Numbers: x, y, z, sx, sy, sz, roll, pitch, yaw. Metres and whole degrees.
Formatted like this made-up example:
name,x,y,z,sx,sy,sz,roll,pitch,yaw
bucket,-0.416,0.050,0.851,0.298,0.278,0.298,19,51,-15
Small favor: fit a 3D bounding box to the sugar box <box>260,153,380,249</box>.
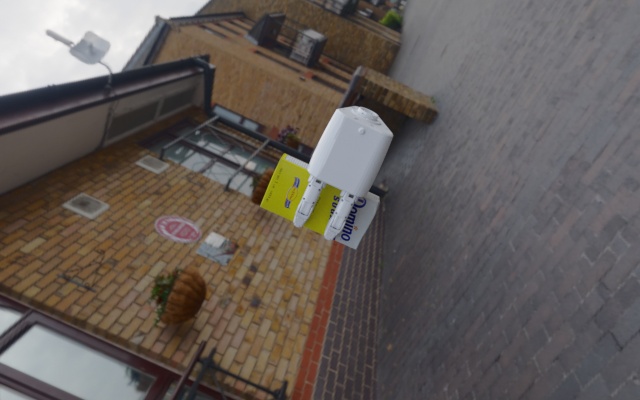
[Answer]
name,x,y,z,sx,sy,sz,roll,pitch,yaw
sugar box,0.000,0.003,0.787,0.176,0.093,0.048,24,19,-1
